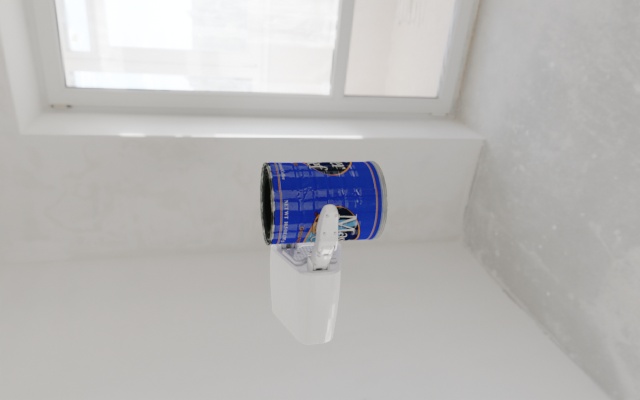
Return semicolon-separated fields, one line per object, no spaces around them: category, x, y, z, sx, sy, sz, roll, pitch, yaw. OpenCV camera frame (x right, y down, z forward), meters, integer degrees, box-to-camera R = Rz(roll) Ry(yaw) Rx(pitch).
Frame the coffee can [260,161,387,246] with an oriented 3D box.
coffee can;0.000;0.002;0.601;0.140;0.103;0.103;-2;0;-14
